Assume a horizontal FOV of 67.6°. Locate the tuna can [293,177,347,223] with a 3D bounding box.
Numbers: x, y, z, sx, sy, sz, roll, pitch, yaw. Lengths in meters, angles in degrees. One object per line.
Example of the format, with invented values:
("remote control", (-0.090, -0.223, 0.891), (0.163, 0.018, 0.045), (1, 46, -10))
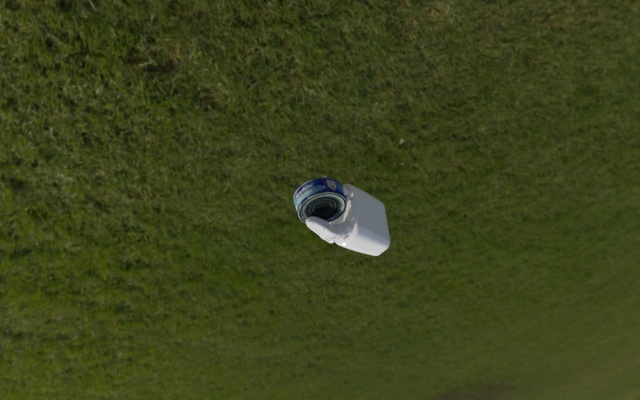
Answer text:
("tuna can", (0.000, 0.003, 0.791), (0.086, 0.033, 0.086), (-10, -39, -8))
